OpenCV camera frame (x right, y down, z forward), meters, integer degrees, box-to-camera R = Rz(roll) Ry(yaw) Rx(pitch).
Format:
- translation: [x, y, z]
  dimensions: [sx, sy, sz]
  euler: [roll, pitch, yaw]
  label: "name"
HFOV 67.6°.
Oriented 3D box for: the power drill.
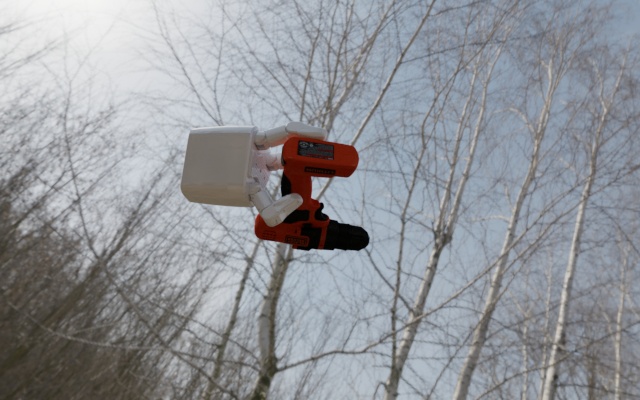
- translation: [0.000, 0.002, 0.710]
  dimensions: [0.184, 0.188, 0.057]
  euler: [7, 41, -8]
  label: "power drill"
